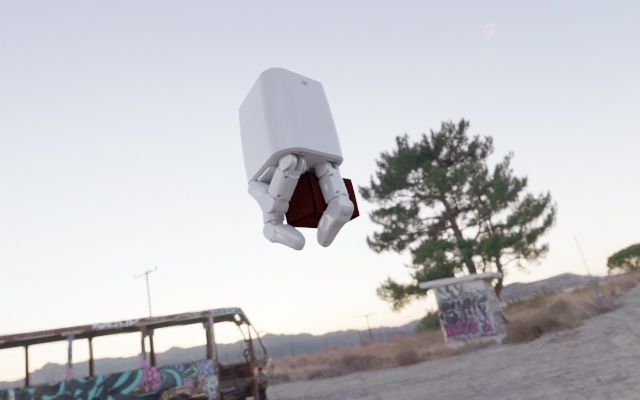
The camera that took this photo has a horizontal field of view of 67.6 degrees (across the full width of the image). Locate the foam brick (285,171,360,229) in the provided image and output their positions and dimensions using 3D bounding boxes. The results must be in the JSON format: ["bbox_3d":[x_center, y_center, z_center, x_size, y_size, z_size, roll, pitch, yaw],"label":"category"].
[{"bbox_3d":[0.000,0.002,0.571,0.053,0.051,0.078,-28,-24,38],"label":"foam brick"}]
